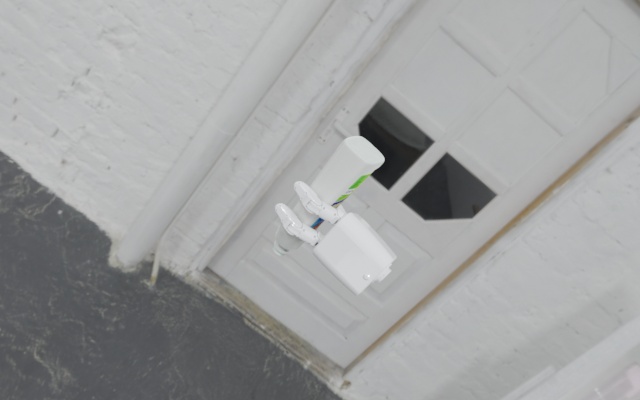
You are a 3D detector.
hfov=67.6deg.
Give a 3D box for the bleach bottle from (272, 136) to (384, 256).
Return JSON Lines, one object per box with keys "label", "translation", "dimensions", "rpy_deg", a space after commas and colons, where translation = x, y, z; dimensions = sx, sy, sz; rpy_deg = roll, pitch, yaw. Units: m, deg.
{"label": "bleach bottle", "translation": [0.000, 0.003, 0.833], "dimensions": [0.068, 0.251, 0.102], "rpy_deg": [45, 25, 10]}
